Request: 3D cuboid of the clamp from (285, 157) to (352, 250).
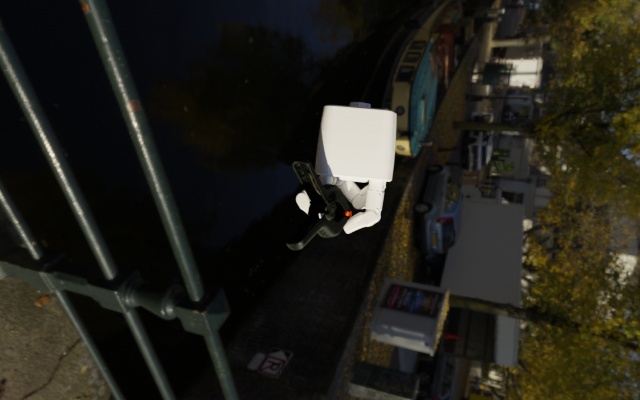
[{"bbox_3d":[0.001,0.002,0.680,0.039,0.120,0.171,8,5,23],"label":"clamp"}]
